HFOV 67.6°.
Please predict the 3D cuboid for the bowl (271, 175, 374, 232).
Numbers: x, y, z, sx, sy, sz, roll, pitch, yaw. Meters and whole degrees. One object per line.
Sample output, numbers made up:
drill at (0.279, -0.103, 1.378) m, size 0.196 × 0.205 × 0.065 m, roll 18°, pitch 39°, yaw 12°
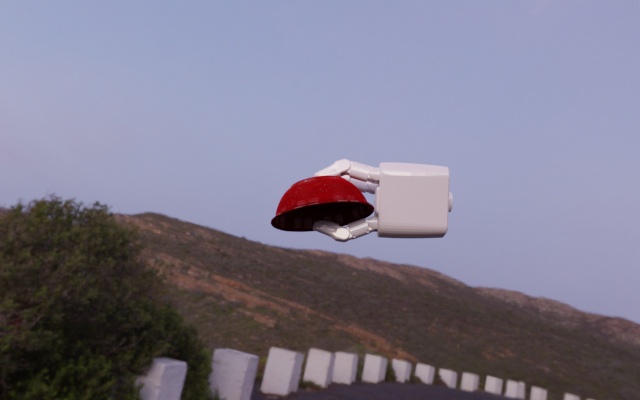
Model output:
bowl at (-0.001, 0.002, 0.744) m, size 0.162 × 0.055 × 0.162 m, roll -8°, pitch -17°, yaw -2°
